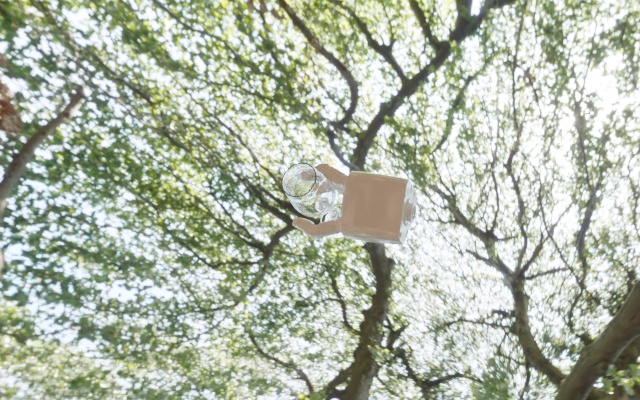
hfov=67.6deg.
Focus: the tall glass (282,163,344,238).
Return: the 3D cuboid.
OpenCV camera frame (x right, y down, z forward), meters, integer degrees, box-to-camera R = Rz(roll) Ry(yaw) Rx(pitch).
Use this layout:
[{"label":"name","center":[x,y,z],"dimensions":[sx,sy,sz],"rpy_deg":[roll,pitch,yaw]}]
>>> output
[{"label":"tall glass","center":[0.000,0.003,0.856],"dimensions":[0.079,0.079,0.201],"rpy_deg":[0,-22,23]}]
